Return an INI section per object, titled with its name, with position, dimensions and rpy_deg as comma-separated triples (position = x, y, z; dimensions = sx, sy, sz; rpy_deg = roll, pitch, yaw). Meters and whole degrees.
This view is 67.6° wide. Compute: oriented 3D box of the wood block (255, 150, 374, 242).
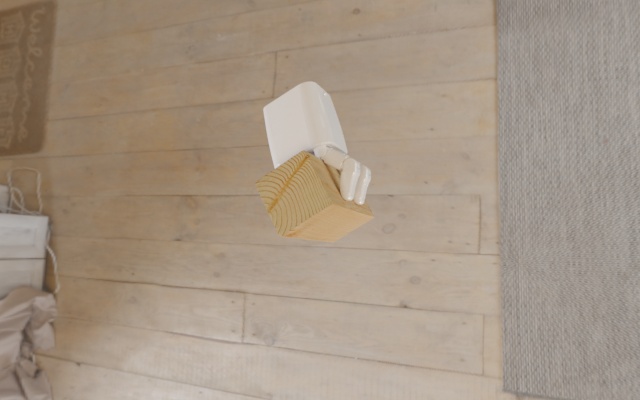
[wood block]
position = 0.000, 0.002, 0.740
dimensions = 0.091, 0.090, 0.206
rpy_deg = -32, -18, 16
